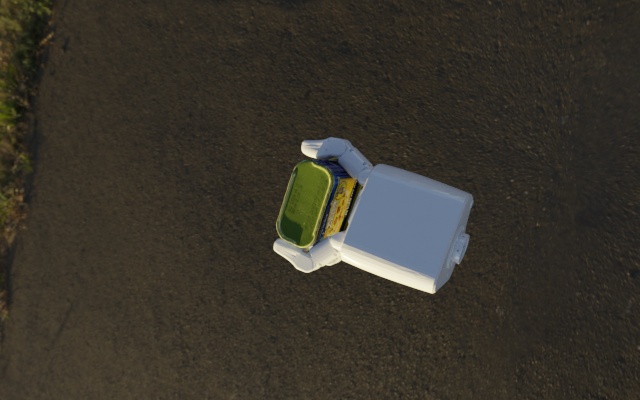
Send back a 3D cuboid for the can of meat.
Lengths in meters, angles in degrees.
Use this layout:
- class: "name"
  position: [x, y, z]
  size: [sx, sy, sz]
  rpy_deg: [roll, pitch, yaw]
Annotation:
- class: "can of meat"
  position: [0.000, 0.002, 0.558]
  size: [0.057, 0.102, 0.084]
  rpy_deg: [23, 14, 24]
